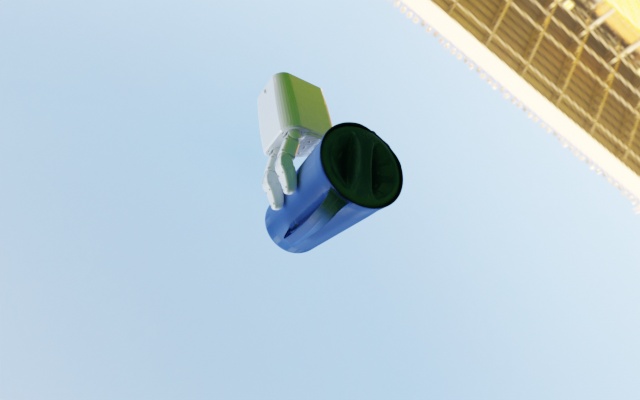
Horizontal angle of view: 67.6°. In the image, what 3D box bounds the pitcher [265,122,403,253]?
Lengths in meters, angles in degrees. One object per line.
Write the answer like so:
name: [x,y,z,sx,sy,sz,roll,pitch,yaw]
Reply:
pitcher: [0.000,0.002,0.732,0.149,0.145,0.243,0,-24,-31]
